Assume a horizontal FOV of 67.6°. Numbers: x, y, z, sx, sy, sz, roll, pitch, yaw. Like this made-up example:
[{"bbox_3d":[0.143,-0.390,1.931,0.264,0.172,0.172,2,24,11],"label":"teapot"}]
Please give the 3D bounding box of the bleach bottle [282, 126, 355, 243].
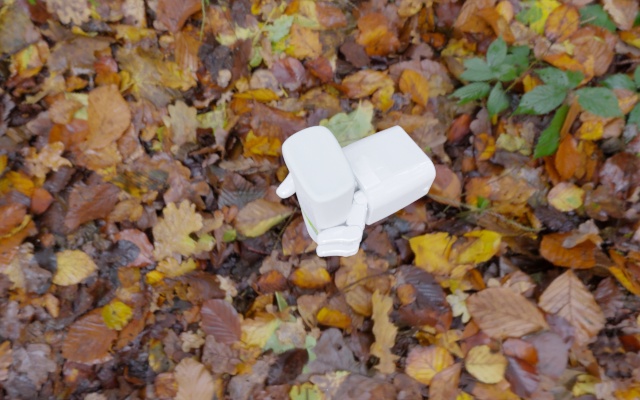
[{"bbox_3d":[0.000,0.002,0.678,0.068,0.102,0.251,-25,-20,-9],"label":"bleach bottle"}]
